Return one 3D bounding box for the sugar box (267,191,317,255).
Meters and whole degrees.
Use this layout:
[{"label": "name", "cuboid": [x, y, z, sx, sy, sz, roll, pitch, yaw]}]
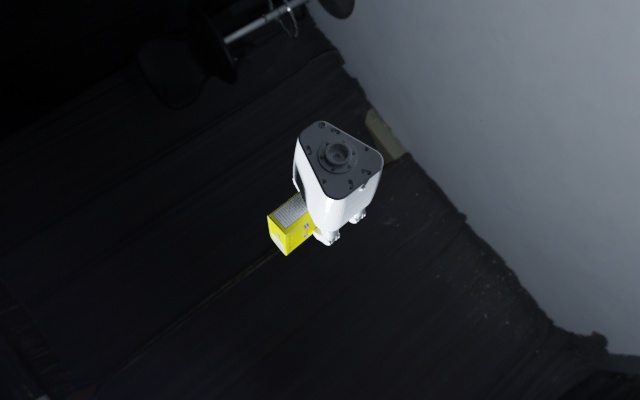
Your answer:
[{"label": "sugar box", "cuboid": [0.000, 0.003, 0.737, 0.176, 0.048, 0.093, -37, -18, -18]}]
